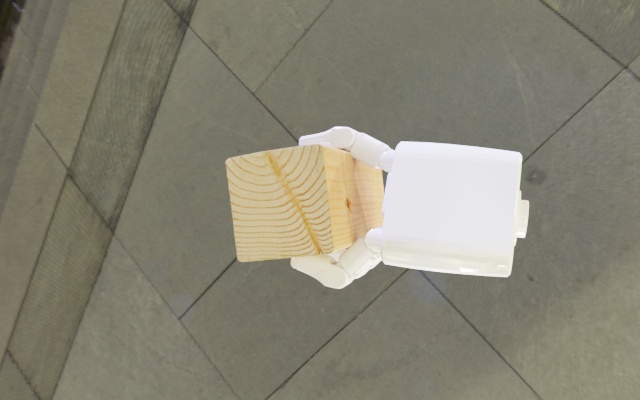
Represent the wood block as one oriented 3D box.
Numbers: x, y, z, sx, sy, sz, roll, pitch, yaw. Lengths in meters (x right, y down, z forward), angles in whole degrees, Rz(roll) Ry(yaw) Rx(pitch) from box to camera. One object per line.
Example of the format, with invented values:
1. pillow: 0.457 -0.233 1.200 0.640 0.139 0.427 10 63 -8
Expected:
1. wood block: 0.000 0.001 0.485 0.090 0.091 0.206 -7 -2 20
